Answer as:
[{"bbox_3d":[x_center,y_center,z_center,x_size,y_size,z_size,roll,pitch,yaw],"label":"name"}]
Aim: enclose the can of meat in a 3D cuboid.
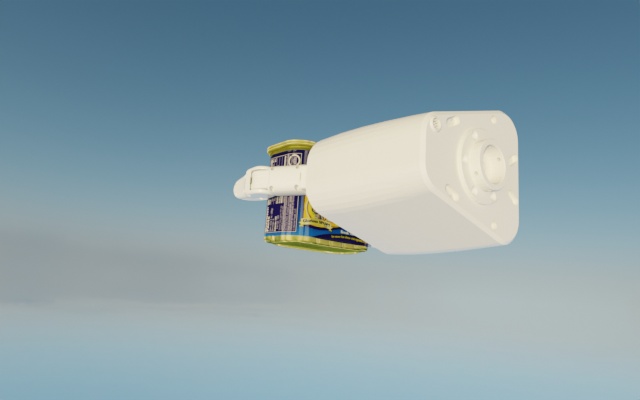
[{"bbox_3d":[0.000,0.002,0.425,0.102,0.084,0.057,13,-15,-41],"label":"can of meat"}]
